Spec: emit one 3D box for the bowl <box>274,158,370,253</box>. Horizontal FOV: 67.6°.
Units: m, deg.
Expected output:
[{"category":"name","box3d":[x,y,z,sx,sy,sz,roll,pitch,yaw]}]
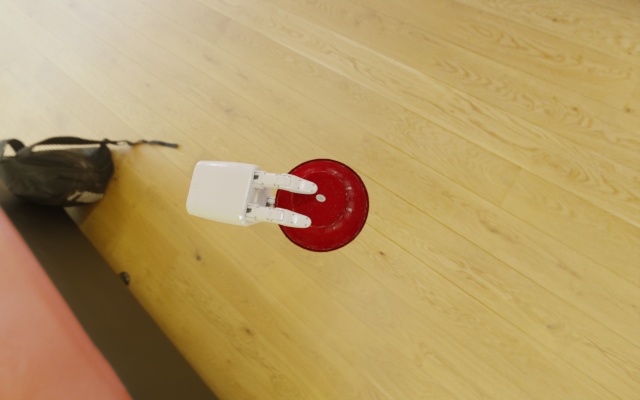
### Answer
[{"category":"bowl","box3d":[0.001,0.002,0.781,0.162,0.162,0.055,0,-10,4]}]
